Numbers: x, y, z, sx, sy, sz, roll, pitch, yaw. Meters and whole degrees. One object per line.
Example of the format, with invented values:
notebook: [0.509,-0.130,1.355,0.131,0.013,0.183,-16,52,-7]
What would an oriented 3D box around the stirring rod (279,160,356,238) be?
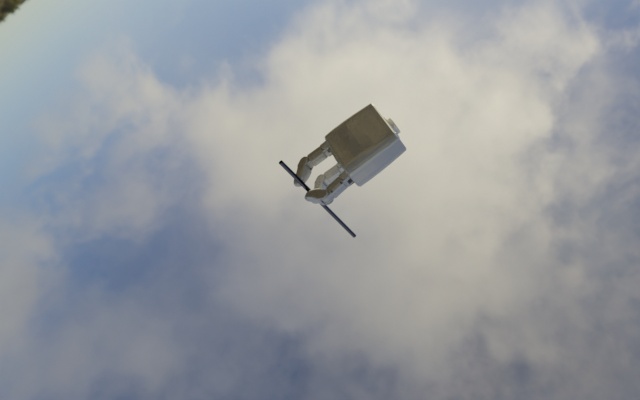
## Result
stirring rod: [0.000,0.003,0.883,0.011,0.011,0.240,0,-35,43]
